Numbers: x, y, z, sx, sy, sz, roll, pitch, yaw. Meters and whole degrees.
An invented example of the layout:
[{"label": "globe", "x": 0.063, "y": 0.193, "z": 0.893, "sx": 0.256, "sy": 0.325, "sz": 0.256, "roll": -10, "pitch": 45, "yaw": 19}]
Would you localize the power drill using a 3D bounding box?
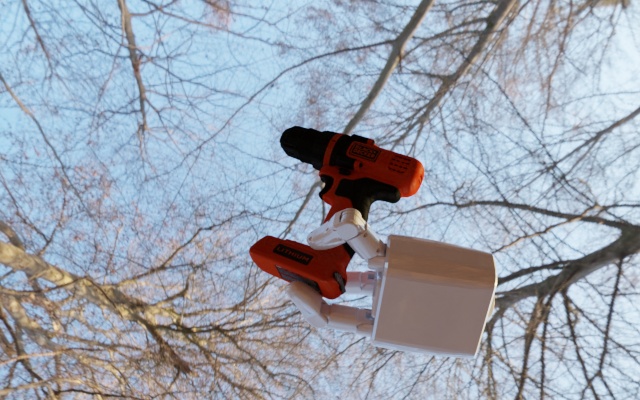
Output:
[{"label": "power drill", "x": 0.000, "y": 0.002, "z": 0.535, "sx": 0.184, "sy": 0.187, "sz": 0.057, "roll": 19, "pitch": -26, "yaw": 25}]
